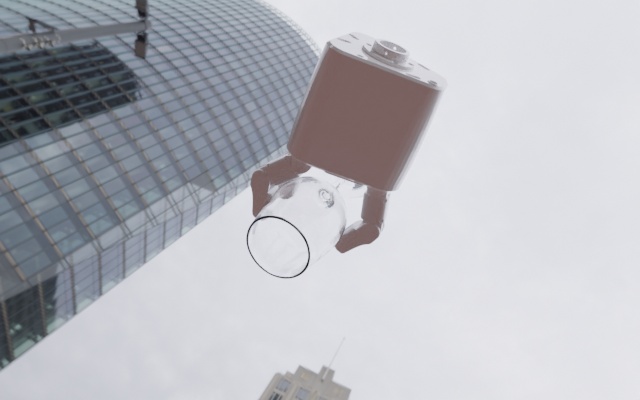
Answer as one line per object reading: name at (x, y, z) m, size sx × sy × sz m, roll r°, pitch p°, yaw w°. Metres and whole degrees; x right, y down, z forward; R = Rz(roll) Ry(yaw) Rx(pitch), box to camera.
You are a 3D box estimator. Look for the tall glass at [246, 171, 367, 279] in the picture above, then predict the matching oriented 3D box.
tall glass at (0.000, 0.001, 0.494) m, size 0.079 × 0.079 × 0.201 m, roll 0°, pitch 24°, yaw 24°
